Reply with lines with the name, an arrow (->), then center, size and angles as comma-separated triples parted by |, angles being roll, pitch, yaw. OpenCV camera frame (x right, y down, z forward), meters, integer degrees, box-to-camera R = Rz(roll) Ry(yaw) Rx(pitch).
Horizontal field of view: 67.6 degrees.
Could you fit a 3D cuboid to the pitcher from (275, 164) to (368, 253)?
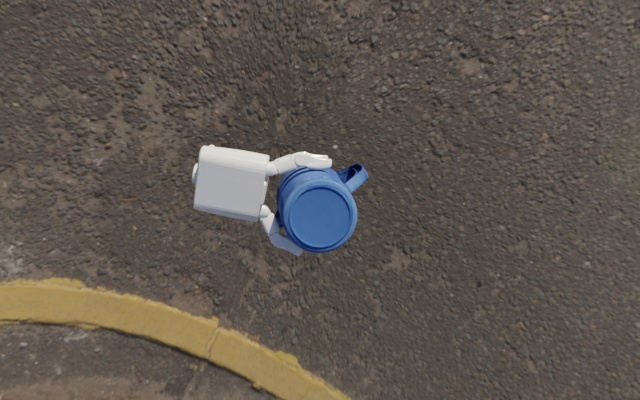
pitcher -> 0.000, 0.003, 0.785 | 0.145, 0.149, 0.243 | 12, 6, -6
